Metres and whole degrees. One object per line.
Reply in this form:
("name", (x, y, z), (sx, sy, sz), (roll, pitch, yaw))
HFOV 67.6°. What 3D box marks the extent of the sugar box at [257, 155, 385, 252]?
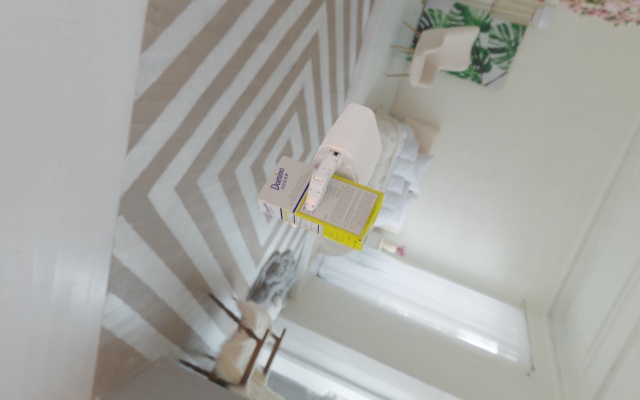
("sugar box", (0.000, 0.003, 0.744), (0.176, 0.093, 0.048), (21, -30, 15))
